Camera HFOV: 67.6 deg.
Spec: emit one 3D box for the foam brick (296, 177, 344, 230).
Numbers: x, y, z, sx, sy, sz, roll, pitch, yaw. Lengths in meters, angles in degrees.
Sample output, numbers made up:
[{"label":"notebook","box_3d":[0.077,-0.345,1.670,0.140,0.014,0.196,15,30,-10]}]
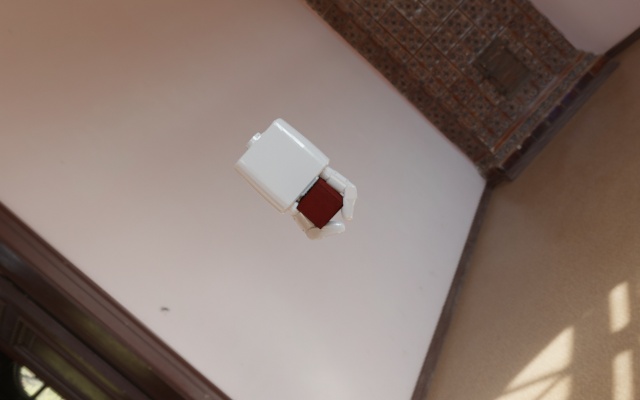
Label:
[{"label":"foam brick","box_3d":[0.000,0.002,0.736,0.051,0.053,0.078,42,9,-5]}]
